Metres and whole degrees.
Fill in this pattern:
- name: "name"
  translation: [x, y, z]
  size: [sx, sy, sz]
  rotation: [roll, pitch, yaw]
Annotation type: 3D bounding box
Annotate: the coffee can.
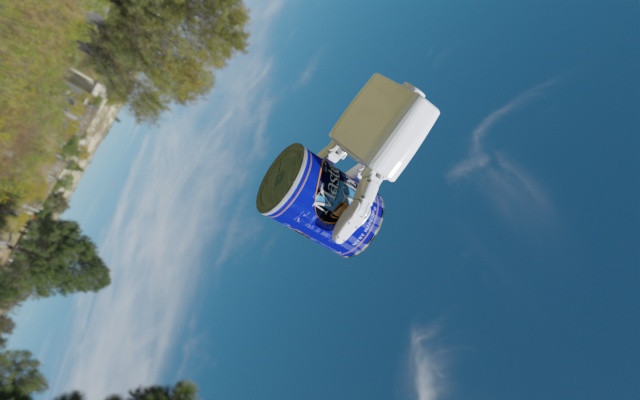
- name: "coffee can"
  translation: [0.000, 0.002, 0.641]
  size: [0.140, 0.102, 0.103]
  rotation: [31, -15, -27]
